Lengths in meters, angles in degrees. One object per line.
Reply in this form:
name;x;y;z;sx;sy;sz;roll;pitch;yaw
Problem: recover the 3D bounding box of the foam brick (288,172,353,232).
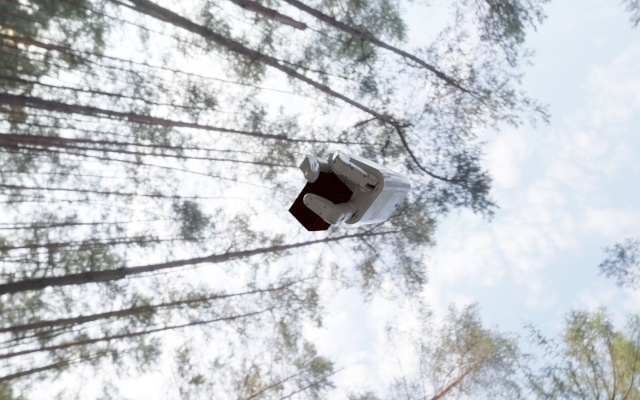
foam brick;0.000;0.003;0.722;0.053;0.078;0.051;46;24;26
